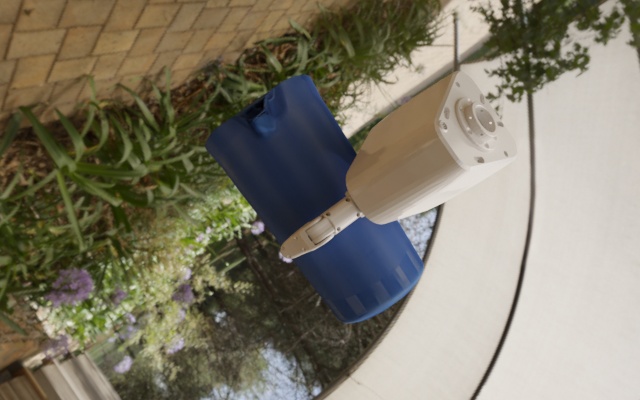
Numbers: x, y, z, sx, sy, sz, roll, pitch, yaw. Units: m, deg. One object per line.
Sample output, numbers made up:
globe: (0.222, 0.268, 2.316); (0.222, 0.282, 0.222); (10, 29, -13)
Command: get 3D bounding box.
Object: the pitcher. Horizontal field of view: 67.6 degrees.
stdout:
pitcher: (0.000, 0.002, 0.515); (0.145, 0.243, 0.149); (-34, 0, 45)
